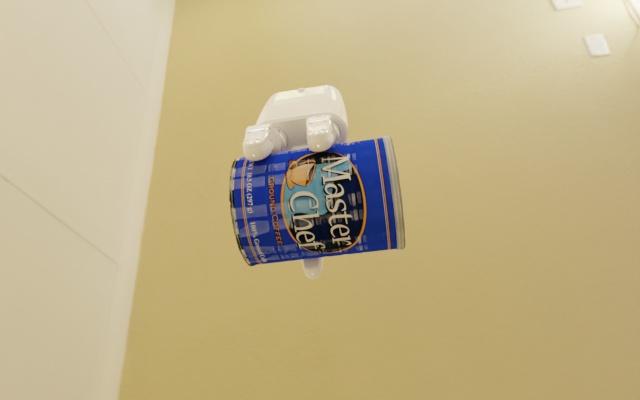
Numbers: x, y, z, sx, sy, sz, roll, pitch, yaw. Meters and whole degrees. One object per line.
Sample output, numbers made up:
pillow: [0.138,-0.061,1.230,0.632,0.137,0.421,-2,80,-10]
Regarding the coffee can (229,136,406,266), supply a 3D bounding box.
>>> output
coffee can: [0.000,0.002,0.435,0.140,0.103,0.103,-7,-1,6]
